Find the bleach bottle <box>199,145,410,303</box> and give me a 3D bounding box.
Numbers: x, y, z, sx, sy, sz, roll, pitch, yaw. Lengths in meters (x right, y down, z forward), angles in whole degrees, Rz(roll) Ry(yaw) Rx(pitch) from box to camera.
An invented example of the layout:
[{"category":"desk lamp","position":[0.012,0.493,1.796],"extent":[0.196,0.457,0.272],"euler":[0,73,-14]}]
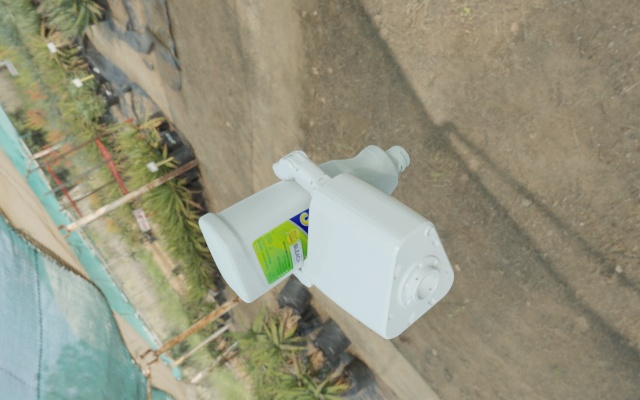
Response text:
[{"category":"bleach bottle","position":[0.000,0.002,0.524],"extent":[0.250,0.103,0.068],"euler":[-33,43,-24]}]
